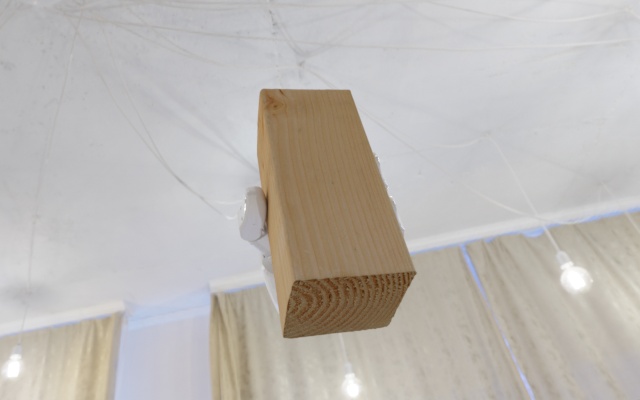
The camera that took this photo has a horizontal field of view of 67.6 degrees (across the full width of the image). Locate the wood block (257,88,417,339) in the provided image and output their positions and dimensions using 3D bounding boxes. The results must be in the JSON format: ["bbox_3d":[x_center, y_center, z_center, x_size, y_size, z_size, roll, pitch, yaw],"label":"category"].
[{"bbox_3d":[0.000,0.002,0.417,0.091,0.206,0.090,-3,-40,-13],"label":"wood block"}]
